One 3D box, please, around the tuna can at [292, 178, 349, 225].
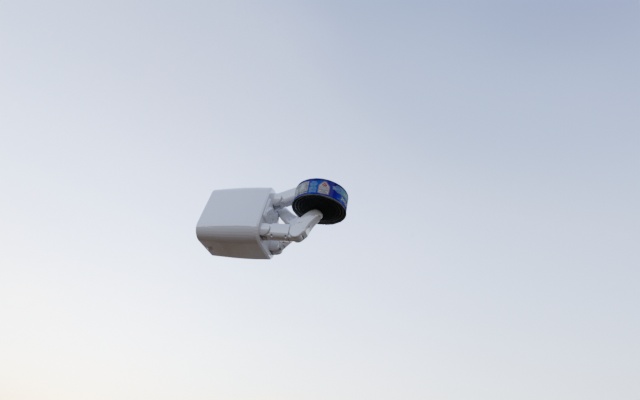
[{"bbox_3d":[0.000,0.002,0.742,0.086,0.033,0.086,8,-32,5],"label":"tuna can"}]
